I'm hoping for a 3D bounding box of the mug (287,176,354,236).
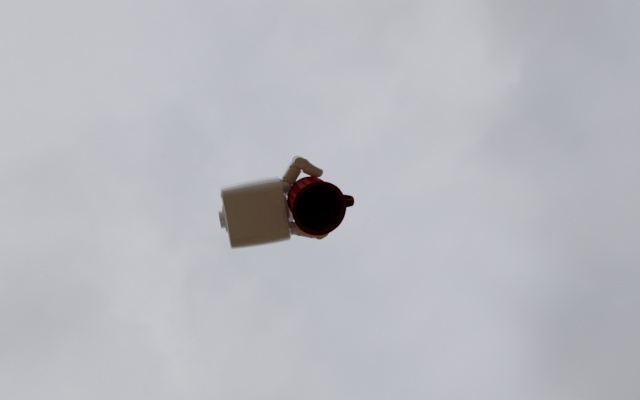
[{"bbox_3d":[0.001,0.002,0.824,0.117,0.093,0.081,-8,16,-13],"label":"mug"}]
